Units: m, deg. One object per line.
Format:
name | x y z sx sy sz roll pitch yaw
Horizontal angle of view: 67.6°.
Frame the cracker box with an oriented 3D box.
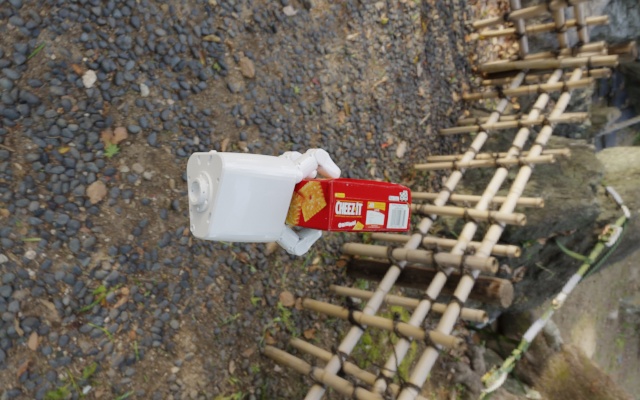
cracker box | 0.000 0.003 0.706 0.164 0.072 0.213 3 2 -42
